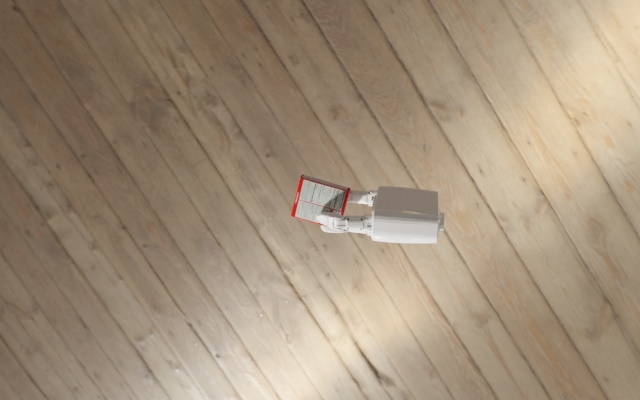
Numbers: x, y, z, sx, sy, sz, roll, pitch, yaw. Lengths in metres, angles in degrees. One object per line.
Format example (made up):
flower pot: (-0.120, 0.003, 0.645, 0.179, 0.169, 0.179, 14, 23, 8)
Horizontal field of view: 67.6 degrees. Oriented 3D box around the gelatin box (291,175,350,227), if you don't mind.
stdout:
gelatin box: (0.000, 0.003, 0.826, 0.089, 0.073, 0.030, 15, 17, 5)
